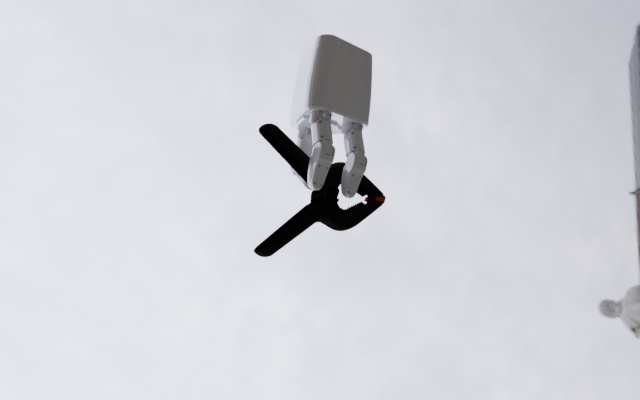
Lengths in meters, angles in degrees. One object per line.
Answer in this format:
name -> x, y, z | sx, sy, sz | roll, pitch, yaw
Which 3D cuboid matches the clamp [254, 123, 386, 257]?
clamp -> 0.000, 0.002, 0.638 | 0.210, 0.164, 0.036 | 13, -8, -35
